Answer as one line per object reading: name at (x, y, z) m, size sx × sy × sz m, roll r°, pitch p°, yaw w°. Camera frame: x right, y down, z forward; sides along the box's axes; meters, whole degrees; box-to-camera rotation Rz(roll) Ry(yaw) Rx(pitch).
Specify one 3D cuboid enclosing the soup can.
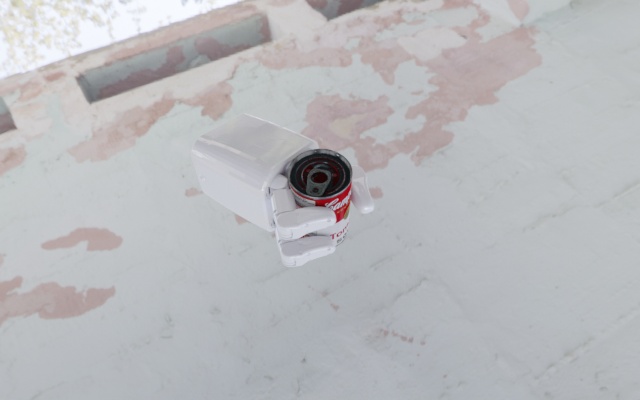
soup can at (0.001, 0.002, 0.534) m, size 0.068 × 0.068 × 0.102 m, roll 0°, pitch -38°, yaw 1°
